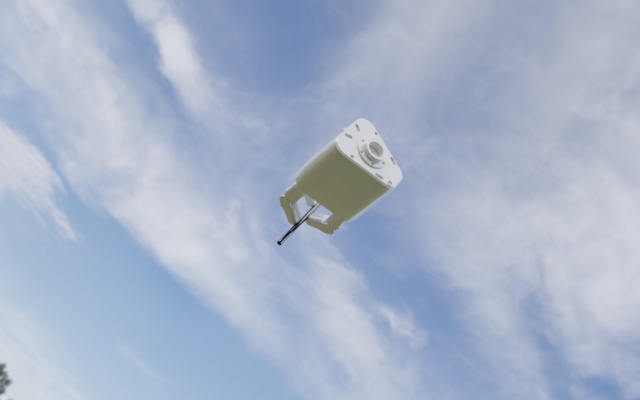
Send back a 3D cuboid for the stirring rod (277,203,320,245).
[{"bbox_3d":[0.000,0.003,0.802,0.011,0.011,0.239,0,31,37],"label":"stirring rod"}]
